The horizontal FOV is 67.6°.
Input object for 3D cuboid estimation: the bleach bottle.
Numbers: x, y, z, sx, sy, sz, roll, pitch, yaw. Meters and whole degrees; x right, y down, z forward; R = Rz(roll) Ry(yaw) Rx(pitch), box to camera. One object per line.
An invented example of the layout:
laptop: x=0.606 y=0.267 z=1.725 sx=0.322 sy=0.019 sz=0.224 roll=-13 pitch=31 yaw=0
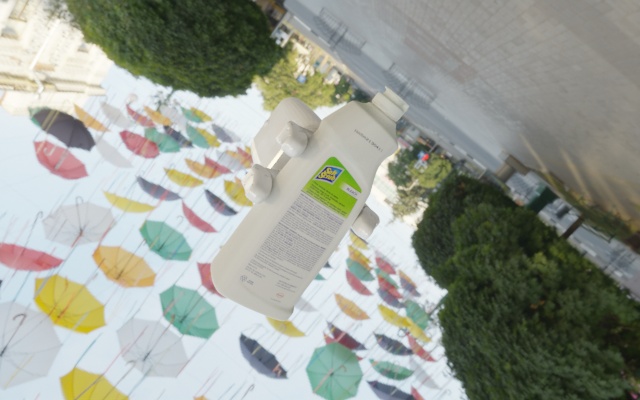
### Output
bleach bottle: x=0.000 y=0.002 z=0.473 sx=0.102 sy=0.251 sz=0.068 roll=31 pitch=16 yaw=-31
